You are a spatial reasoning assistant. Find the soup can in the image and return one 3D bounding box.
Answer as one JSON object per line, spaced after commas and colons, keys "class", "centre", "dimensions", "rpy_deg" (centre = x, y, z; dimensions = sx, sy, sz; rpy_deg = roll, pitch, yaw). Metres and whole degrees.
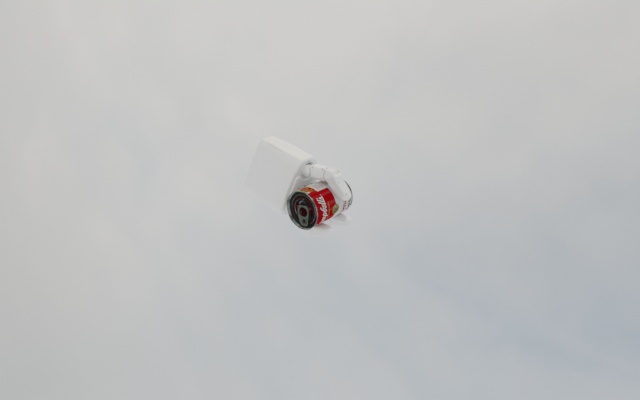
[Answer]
{"class": "soup can", "centre": [0.001, 0.003, 0.827], "dimensions": [0.068, 0.068, 0.102], "rpy_deg": [0, 16, 41]}
